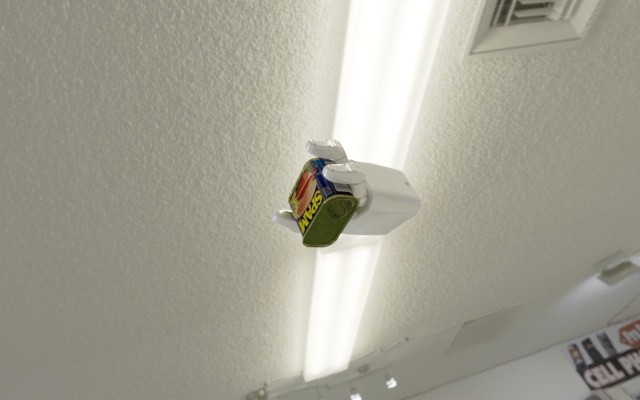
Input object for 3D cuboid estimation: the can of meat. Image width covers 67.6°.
[{"bbox_3d":[0.000,0.002,0.676,0.057,0.102,0.084,4,43,-32],"label":"can of meat"}]
